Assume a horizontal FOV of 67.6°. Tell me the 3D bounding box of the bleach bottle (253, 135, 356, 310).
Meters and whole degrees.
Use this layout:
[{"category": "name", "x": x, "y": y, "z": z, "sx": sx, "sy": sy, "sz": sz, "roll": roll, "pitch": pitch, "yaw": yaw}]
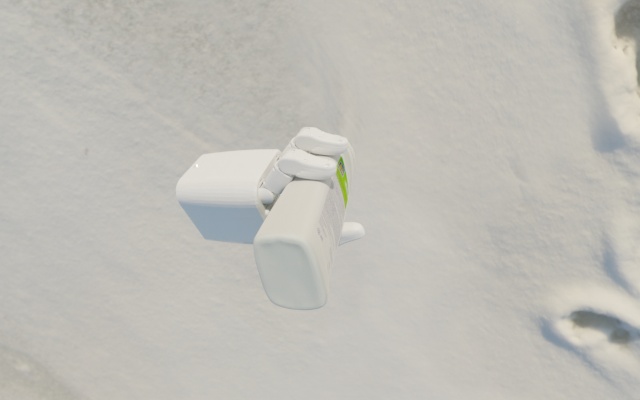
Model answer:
[{"category": "bleach bottle", "x": 0.000, "y": 0.002, "z": 0.557, "sx": 0.068, "sy": 0.103, "sz": 0.250, "roll": 0, "pitch": 34, "yaw": 18}]
